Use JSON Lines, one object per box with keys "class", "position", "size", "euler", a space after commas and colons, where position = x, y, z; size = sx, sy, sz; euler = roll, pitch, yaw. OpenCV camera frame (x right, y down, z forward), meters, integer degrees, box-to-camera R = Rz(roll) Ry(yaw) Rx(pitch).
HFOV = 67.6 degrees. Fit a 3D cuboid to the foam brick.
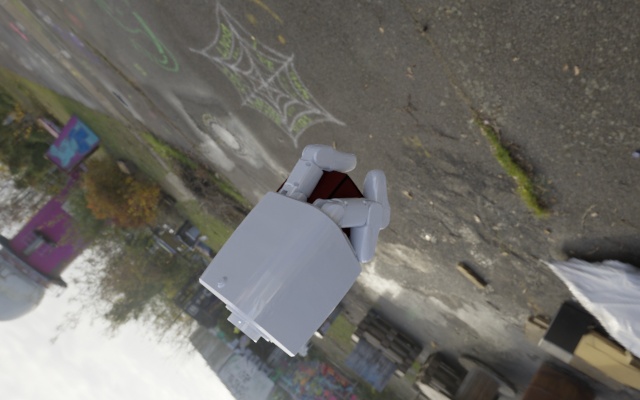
{"class": "foam brick", "position": [0.000, 0.002, 0.484], "size": [0.078, 0.051, 0.053], "euler": [18, -26, 50]}
